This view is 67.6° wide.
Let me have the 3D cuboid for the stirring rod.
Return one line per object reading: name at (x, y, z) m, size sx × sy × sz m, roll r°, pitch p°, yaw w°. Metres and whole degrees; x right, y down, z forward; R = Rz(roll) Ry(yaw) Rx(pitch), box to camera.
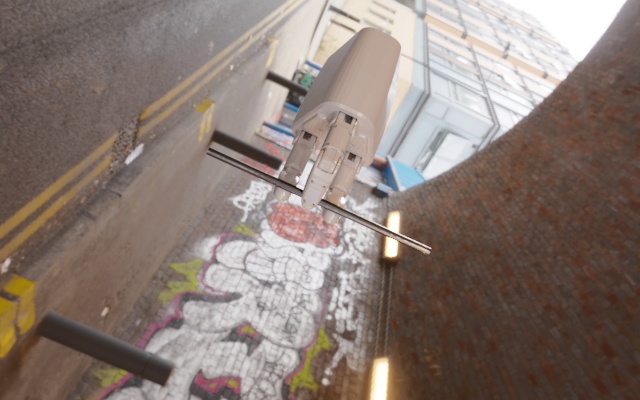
stirring rod at (0.000, 0.001, 0.472) m, size 0.239 × 0.011 × 0.011 m, roll 25°, pitch -2°, yaw -4°
